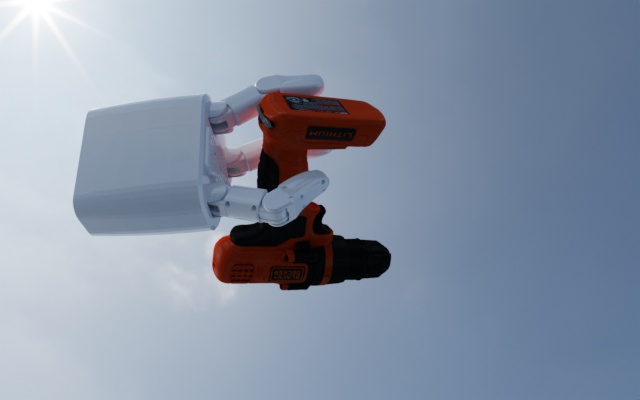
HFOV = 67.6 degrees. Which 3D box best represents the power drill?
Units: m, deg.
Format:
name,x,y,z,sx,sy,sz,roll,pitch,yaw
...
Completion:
name,x,y,z,sx,sy,sz,roll,pitch,yaw
power drill,0.000,0.001,0.443,0.184,0.188,0.057,1,29,-21
